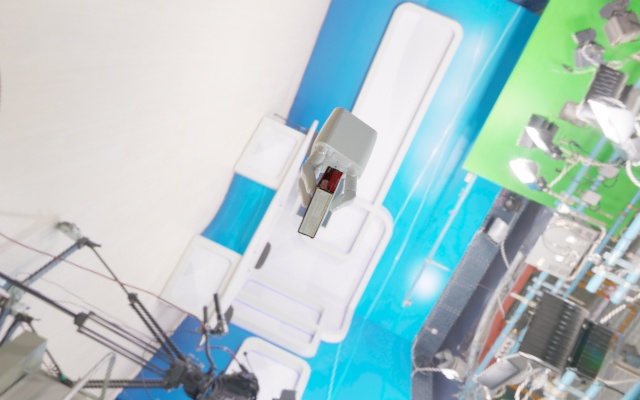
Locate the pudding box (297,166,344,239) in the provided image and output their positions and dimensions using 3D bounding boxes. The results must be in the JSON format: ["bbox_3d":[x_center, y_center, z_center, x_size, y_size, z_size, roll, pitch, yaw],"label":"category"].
[{"bbox_3d":[0.000,0.003,0.899,0.039,0.114,0.090,24,32,3],"label":"pudding box"}]
